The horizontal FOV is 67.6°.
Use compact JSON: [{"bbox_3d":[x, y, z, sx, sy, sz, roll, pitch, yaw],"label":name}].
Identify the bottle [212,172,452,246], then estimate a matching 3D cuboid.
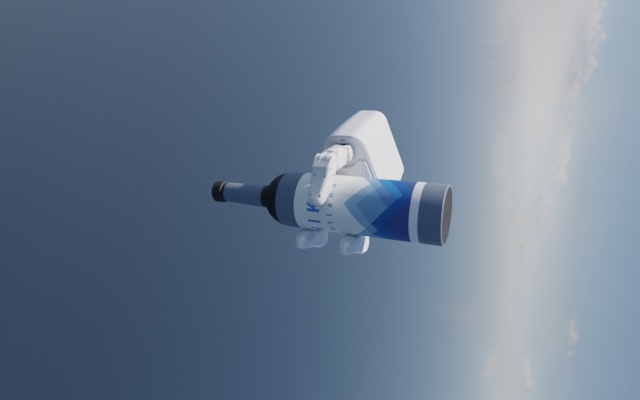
[{"bbox_3d":[0.000,0.002,0.565,0.295,0.069,0.069,6,2,23],"label":"bottle"}]
